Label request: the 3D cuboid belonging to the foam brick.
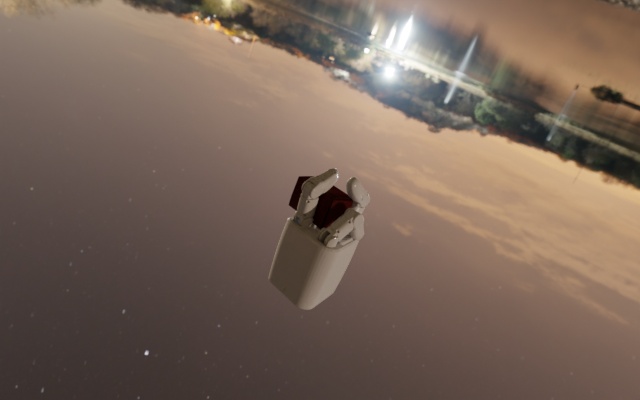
[{"bbox_3d":[0.000,0.002,0.721,0.053,0.051,0.078,-1,28,-48],"label":"foam brick"}]
